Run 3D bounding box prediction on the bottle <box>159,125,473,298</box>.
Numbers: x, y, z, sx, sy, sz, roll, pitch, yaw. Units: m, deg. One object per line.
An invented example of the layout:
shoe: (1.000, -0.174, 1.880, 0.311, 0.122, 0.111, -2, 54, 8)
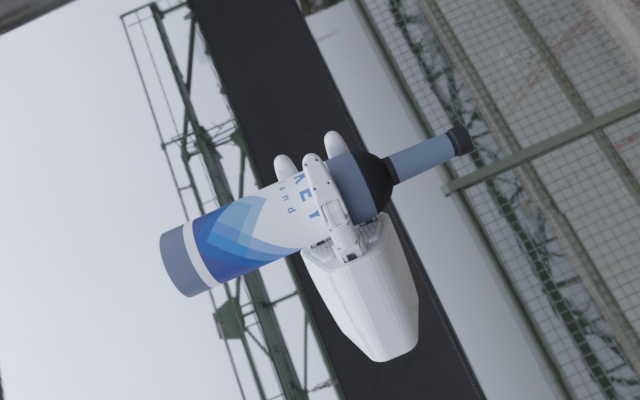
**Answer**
bottle: (0.000, 0.001, 0.446, 0.296, 0.069, 0.069, -24, -1, 2)
